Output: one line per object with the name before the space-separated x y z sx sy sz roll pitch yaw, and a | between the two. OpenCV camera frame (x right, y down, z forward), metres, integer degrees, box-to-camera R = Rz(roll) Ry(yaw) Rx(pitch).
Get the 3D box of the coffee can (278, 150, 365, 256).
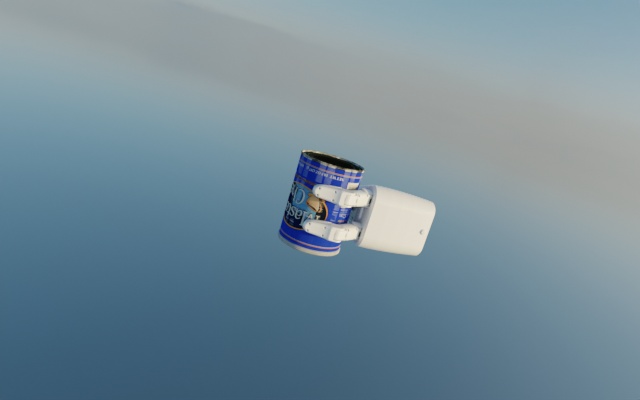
coffee can | 0.000 0.003 0.749 0.103 0.140 0.102 16 14 -4
